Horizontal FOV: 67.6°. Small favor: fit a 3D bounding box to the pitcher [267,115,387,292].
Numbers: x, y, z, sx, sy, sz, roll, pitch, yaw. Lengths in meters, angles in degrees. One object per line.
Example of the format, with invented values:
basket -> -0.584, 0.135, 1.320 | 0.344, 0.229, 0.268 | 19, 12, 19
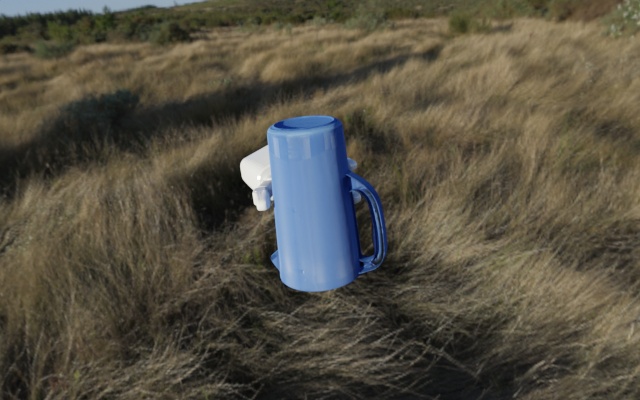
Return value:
pitcher -> 0.000, 0.002, 0.711 | 0.149, 0.243, 0.145 | -15, 22, -22
